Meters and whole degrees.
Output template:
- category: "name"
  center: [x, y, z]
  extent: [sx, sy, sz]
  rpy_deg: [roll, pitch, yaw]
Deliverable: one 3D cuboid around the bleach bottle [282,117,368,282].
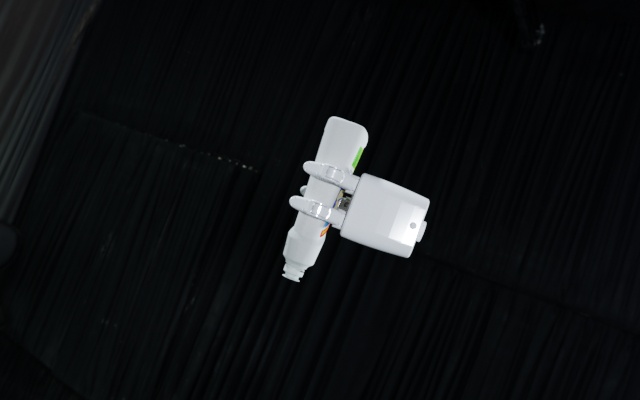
- category: "bleach bottle"
  center: [0.000, 0.002, 0.743]
  extent: [0.068, 0.251, 0.102]
  rpy_deg: [21, -3, 6]
